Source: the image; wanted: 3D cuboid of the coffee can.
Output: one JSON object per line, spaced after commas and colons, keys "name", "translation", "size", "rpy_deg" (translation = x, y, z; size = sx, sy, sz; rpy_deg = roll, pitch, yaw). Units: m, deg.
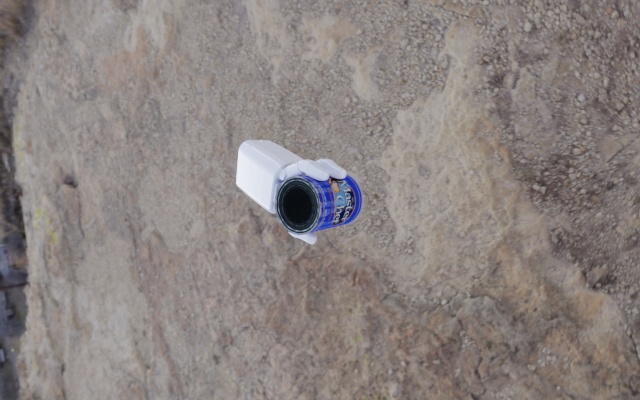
{"name": "coffee can", "translation": [0.000, 0.003, 0.876], "size": [0.103, 0.103, 0.140], "rpy_deg": [0, 5, 36]}
